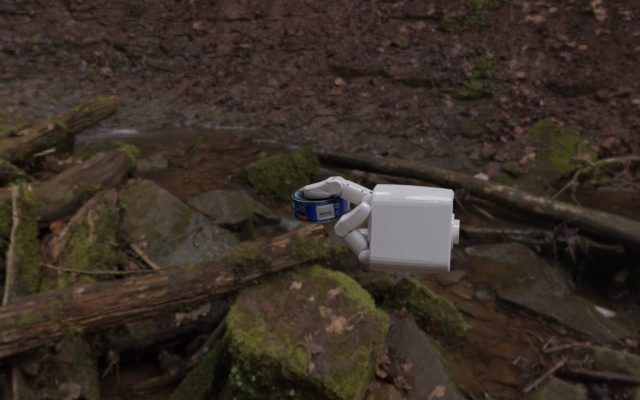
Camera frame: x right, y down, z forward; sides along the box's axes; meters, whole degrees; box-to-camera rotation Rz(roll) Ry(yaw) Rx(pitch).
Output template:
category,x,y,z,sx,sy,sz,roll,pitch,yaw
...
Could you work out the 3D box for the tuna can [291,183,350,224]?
category,x,y,z,sx,sy,sz,roll,pitch,yaw
tuna can,0.000,0.002,0.710,0.086,0.034,0.086,-6,21,2
